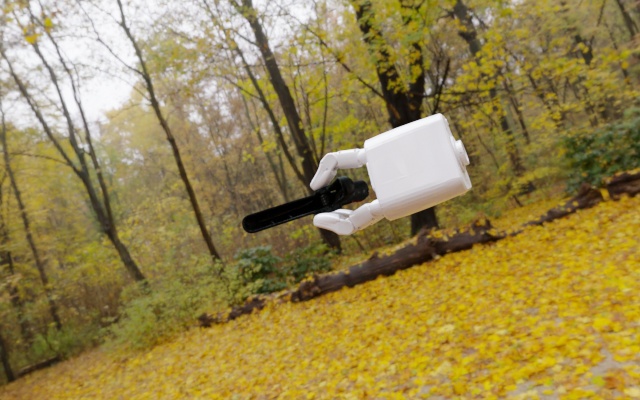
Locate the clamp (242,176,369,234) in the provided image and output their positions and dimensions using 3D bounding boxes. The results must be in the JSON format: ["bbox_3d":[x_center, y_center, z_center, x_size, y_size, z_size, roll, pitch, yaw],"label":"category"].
[{"bbox_3d":[0.000,0.001,0.664,0.164,0.036,0.210,-20,-4,22],"label":"clamp"}]
